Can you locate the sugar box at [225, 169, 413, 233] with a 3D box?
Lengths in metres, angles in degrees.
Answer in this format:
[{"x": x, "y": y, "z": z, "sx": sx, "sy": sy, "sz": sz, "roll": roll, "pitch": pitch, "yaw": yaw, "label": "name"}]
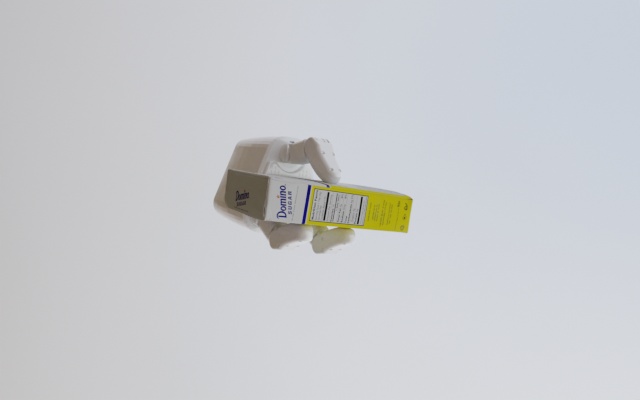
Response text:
[{"x": 0.000, "y": 0.002, "z": 0.492, "sx": 0.176, "sy": 0.048, "sz": 0.093, "roll": 4, "pitch": 5, "yaw": -34, "label": "sugar box"}]
